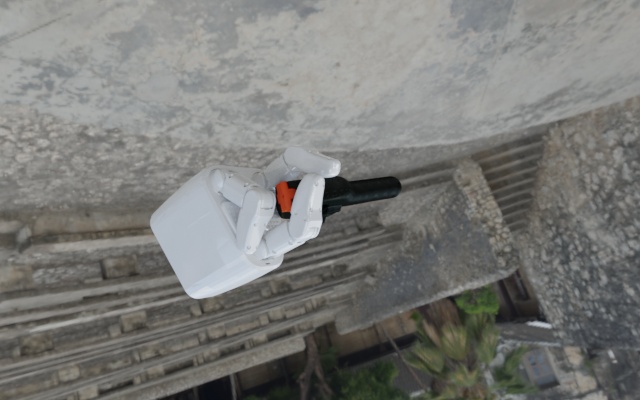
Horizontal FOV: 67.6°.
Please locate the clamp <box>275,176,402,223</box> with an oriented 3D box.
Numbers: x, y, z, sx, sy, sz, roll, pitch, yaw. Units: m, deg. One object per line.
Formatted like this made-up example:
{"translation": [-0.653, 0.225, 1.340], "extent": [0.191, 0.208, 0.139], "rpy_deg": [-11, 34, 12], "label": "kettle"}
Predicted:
{"translation": [0.000, 0.002, 0.515], "extent": [0.120, 0.039, 0.171], "rpy_deg": [-30, -19, 34], "label": "clamp"}
